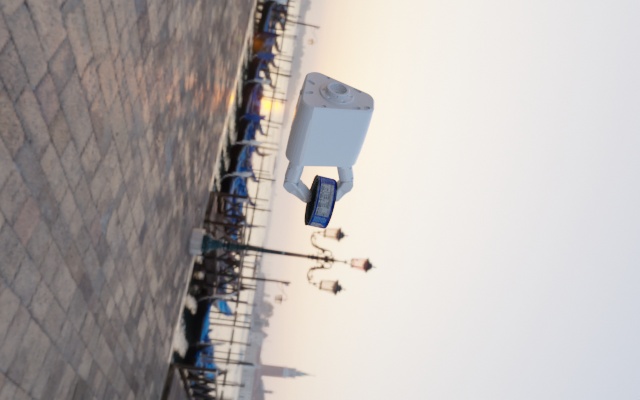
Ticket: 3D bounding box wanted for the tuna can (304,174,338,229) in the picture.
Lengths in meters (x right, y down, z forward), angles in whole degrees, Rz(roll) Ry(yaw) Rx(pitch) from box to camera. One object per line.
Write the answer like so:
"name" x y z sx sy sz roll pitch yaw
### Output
"tuna can" 0.001 0.003 0.781 0.034 0.086 0.086 13 -2 -10
